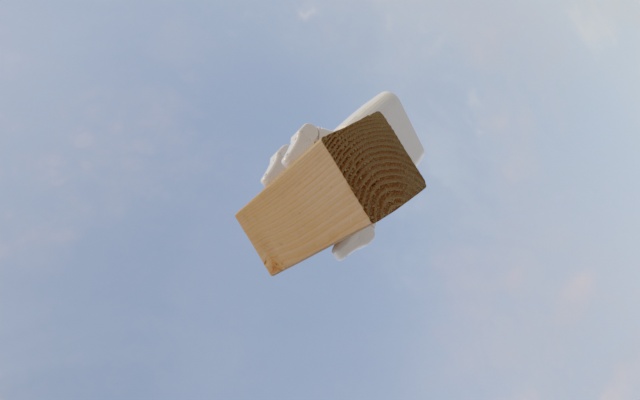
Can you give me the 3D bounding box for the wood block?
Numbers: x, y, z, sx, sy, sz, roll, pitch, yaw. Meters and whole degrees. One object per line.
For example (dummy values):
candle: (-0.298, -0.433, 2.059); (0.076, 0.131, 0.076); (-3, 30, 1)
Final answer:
wood block: (0.000, 0.002, 0.520); (0.090, 0.091, 0.206); (-31, -3, -38)
